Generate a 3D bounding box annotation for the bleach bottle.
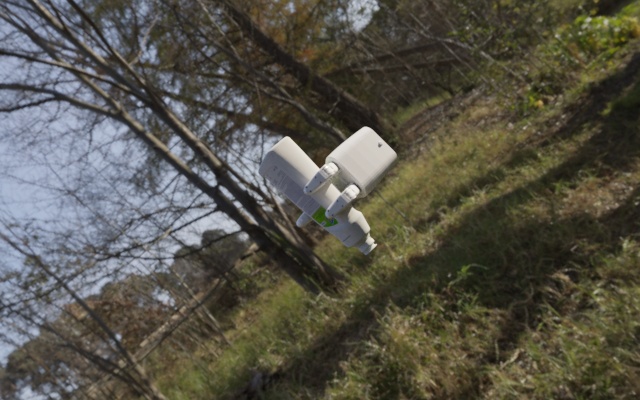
[{"bbox_3d":[0.000,0.003,0.869,0.068,0.251,0.103,-44,-2,-26],"label":"bleach bottle"}]
